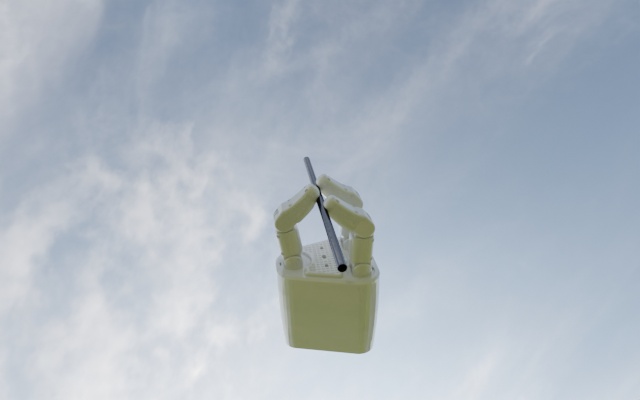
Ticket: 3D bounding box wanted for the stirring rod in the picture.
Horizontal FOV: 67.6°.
[{"bbox_3d":[0.000,0.002,0.488,0.011,0.011,0.239,0,26,-9],"label":"stirring rod"}]
